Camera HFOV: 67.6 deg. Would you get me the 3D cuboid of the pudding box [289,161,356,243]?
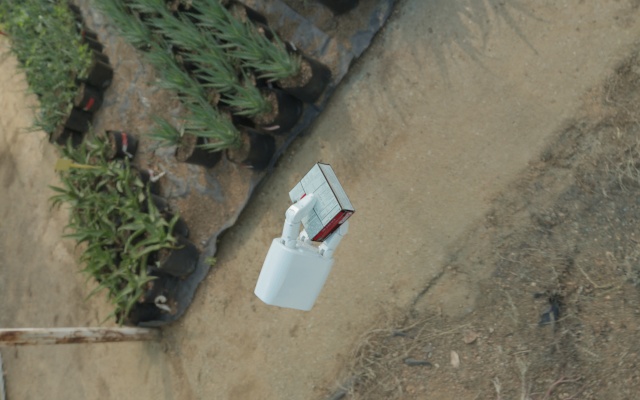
[{"bbox_3d":[0.000,0.003,0.832,0.039,0.113,0.090,10,-46,-48],"label":"pudding box"}]
